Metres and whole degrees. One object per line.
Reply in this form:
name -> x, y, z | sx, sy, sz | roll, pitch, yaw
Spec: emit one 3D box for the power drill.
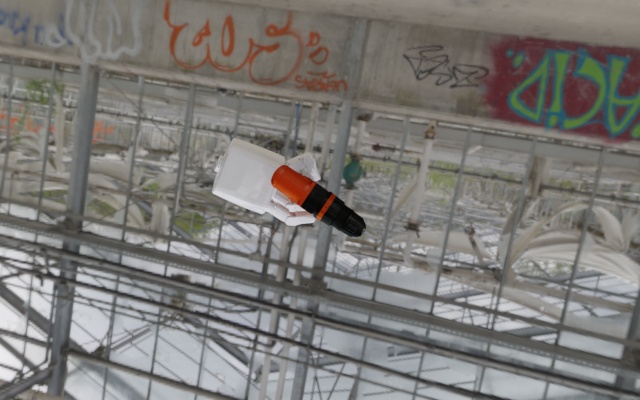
power drill -> 0.000, 0.003, 0.883 | 0.184, 0.057, 0.187 | 36, -1, 1
